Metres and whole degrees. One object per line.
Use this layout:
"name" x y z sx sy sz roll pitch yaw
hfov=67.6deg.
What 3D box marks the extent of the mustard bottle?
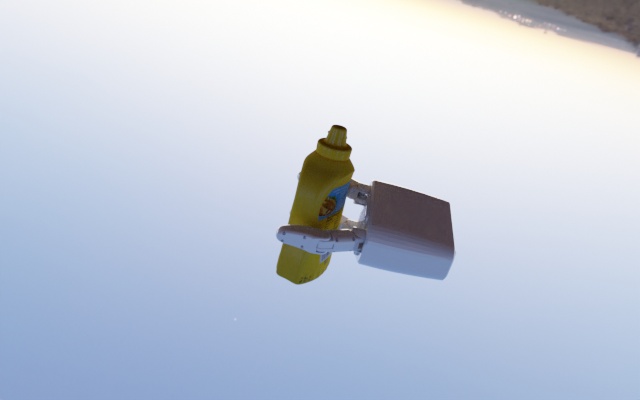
"mustard bottle" 0.000 0.002 0.573 0.058 0.192 0.096 25 27 20
